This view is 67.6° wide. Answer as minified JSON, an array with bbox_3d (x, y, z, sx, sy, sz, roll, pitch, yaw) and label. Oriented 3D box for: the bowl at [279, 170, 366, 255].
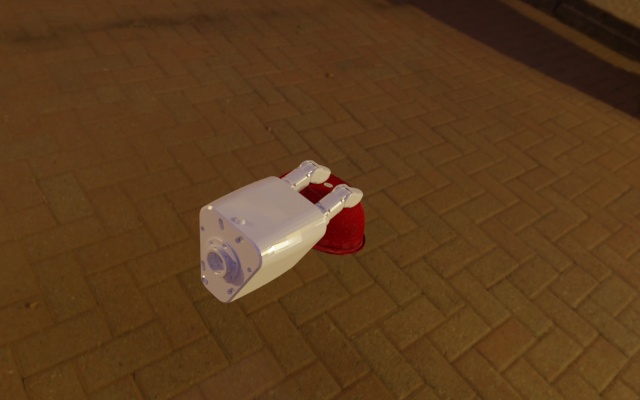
[{"bbox_3d":[0.001,0.001,0.645,0.162,0.055,0.162,23,24,-11],"label":"bowl"}]
